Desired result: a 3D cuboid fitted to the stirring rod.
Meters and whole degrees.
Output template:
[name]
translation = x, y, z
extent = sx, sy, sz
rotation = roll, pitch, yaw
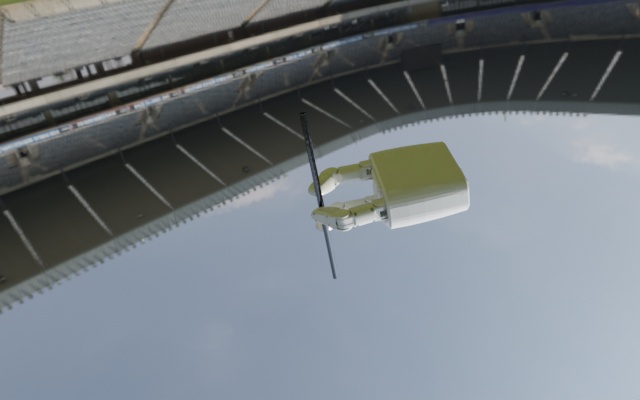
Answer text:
[stirring rod]
translation = 0.000, 0.002, 0.625
extent = 0.011, 0.240, 0.011
rotation = -9, 25, 4
